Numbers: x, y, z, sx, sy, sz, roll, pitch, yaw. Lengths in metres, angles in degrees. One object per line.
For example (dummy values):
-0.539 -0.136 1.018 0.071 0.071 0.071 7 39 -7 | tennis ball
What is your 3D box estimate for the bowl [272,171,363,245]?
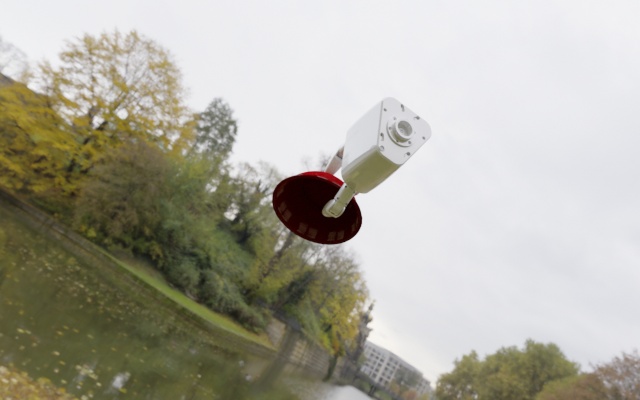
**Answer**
-0.001 0.003 0.831 0.162 0.162 0.055 0 41 23 | bowl
